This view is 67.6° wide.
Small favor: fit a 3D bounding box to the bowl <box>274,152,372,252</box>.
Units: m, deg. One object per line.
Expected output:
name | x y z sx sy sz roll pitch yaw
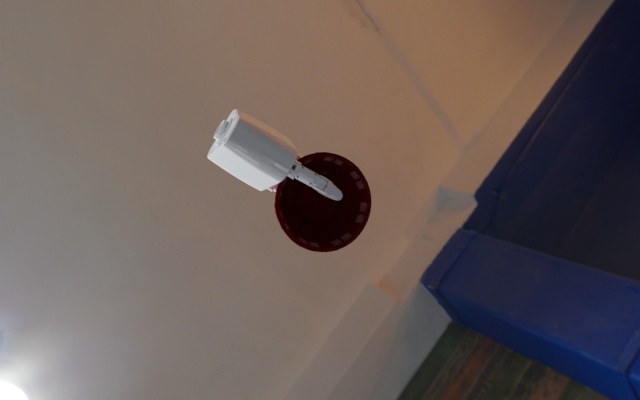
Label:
bowl | 0.001 0.004 0.794 0.162 0.162 0.055 0 1 -13
